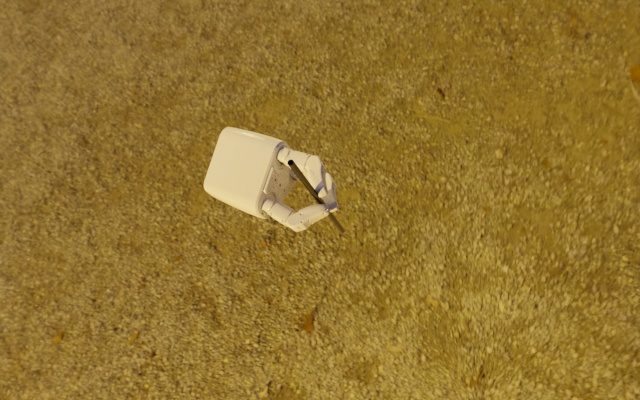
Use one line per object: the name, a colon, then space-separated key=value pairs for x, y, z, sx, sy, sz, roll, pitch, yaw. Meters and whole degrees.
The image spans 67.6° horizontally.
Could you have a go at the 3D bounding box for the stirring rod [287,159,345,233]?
stirring rod: x=0.000 y=0.002 z=0.662 sx=0.011 sy=0.011 sz=0.240 roll=0 pitch=-23 yaw=18
